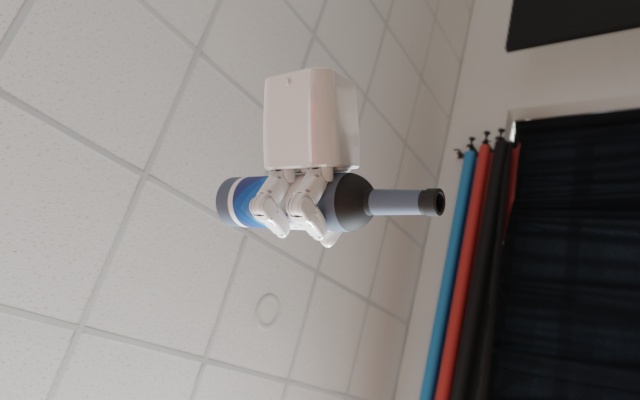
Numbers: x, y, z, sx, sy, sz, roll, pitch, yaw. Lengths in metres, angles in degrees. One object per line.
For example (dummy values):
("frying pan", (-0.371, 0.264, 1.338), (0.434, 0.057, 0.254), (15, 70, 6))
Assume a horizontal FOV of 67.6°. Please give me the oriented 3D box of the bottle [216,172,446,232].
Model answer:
("bottle", (0.000, 0.002, 0.553), (0.295, 0.069, 0.069), (0, 0, 38))
